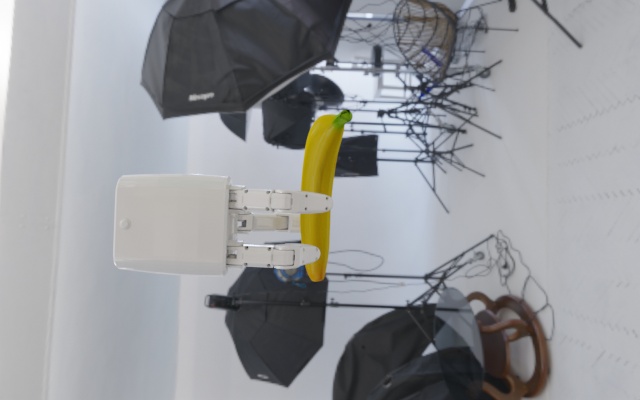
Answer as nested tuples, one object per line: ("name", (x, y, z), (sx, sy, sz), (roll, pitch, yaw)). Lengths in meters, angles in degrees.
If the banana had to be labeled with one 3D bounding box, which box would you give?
("banana", (-0.002, -0.010, 0.514), (0.037, 0.198, 0.069), (3, 26, -9))
